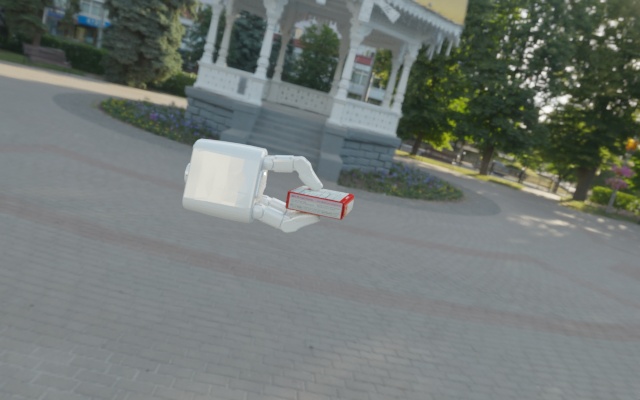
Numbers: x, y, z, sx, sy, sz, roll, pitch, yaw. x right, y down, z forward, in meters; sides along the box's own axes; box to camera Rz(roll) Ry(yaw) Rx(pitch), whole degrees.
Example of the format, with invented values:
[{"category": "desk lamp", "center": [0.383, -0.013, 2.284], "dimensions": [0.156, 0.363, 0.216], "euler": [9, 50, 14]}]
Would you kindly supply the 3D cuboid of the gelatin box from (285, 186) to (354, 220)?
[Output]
[{"category": "gelatin box", "center": [0.001, 0.002, 0.725], "dimensions": [0.089, 0.030, 0.073], "euler": [10, 12, 13]}]
